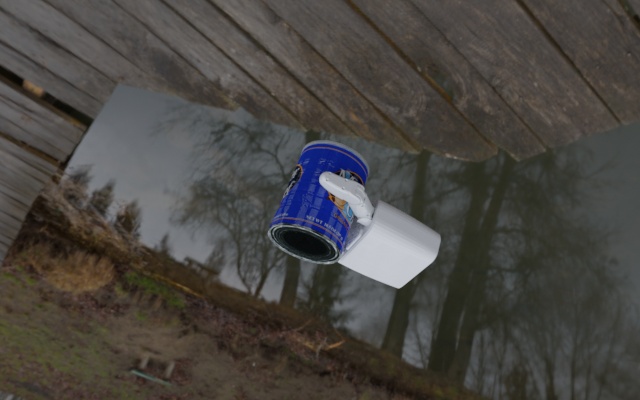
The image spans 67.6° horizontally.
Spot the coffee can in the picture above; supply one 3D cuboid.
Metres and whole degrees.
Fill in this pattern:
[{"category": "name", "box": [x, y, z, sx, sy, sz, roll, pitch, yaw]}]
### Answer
[{"category": "coffee can", "box": [0.000, 0.002, 0.661, 0.103, 0.140, 0.103, 16, -29, 9]}]
